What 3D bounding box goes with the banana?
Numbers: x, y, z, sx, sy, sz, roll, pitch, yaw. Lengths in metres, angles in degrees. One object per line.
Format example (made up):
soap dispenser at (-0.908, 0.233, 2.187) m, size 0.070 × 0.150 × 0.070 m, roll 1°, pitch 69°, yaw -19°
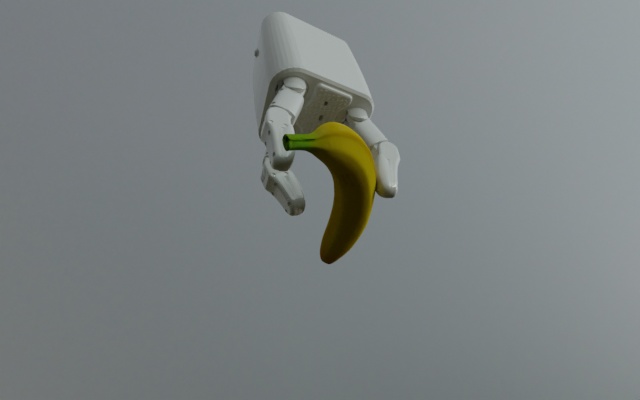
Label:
banana at (0.017, -0.006, 0.426) m, size 0.069 × 0.037 × 0.198 m, roll -18°, pitch -37°, yaw -1°
